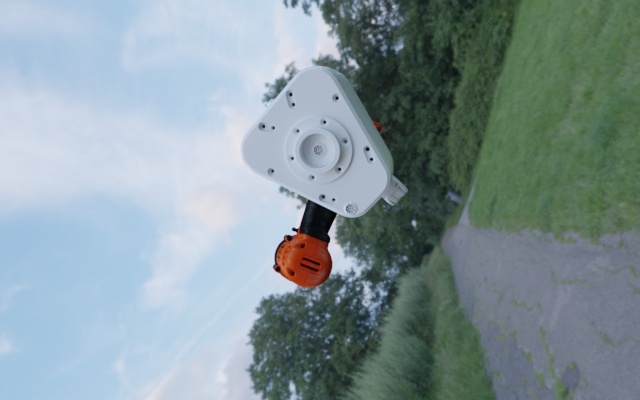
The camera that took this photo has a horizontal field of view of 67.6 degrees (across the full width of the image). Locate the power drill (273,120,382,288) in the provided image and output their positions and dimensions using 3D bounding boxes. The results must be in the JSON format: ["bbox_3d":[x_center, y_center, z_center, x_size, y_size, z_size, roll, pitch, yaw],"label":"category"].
[{"bbox_3d":[0.000,0.001,0.531,0.057,0.187,0.184,20,-6,-9],"label":"power drill"}]
